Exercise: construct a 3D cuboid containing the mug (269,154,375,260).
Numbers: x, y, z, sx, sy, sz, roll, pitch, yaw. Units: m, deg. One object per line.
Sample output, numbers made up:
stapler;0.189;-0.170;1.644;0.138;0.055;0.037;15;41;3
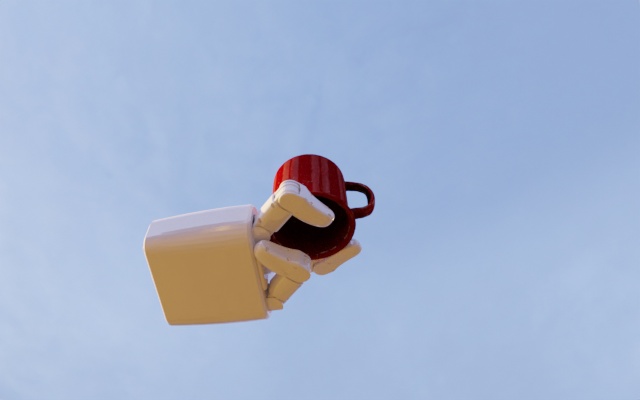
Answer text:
mug;0.001;0.001;0.516;0.117;0.093;0.081;-8;38;3
